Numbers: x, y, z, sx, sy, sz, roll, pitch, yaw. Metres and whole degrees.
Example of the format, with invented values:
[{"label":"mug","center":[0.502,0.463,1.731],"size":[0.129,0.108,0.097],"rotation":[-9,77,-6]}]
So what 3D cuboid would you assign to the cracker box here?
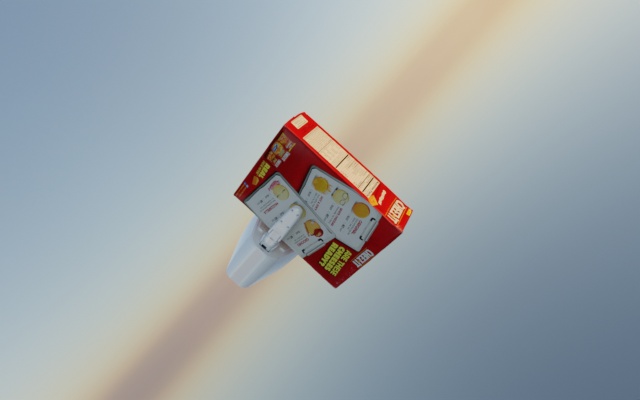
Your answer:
[{"label":"cracker box","center":[0.000,0.002,0.697],"size":[0.164,0.213,0.072],"rotation":[-47,1,39]}]
